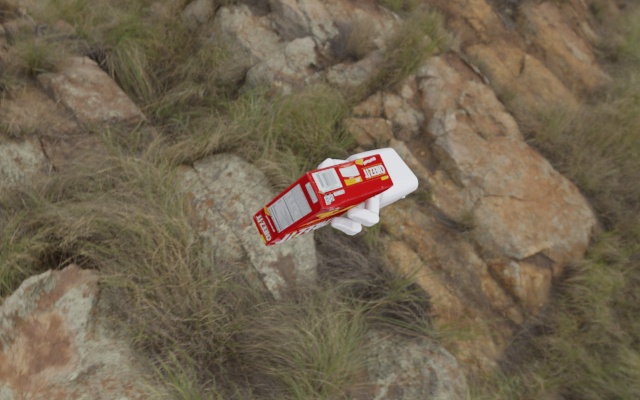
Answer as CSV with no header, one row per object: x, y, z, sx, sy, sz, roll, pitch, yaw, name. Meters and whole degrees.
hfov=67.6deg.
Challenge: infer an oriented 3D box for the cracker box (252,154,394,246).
0.000,0.003,0.851,0.164,0.072,0.214,-18,-10,-37,cracker box
